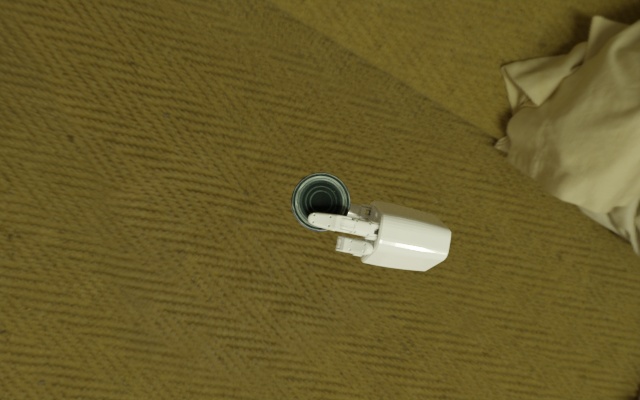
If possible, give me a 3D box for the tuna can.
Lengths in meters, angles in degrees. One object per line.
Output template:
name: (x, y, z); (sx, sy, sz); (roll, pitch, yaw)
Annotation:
tuna can: (0.000, 0.002, 0.691); (0.086, 0.086, 0.034); (0, -1, -3)
